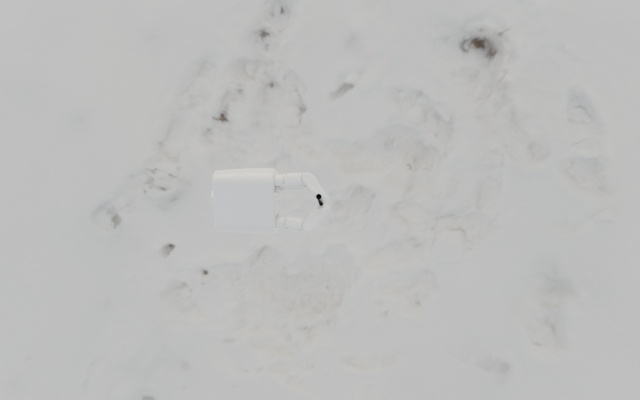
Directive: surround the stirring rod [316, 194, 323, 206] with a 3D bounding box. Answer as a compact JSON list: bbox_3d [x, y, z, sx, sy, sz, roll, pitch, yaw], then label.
[{"bbox_3d":[0.000,0.003,0.791,0.011,0.011,0.239,0,-4,1],"label":"stirring rod"}]
